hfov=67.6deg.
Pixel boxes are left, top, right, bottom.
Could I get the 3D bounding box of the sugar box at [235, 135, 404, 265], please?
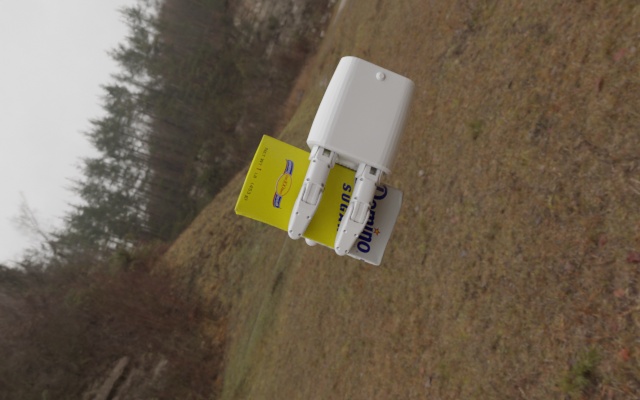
[{"bbox_3d":[0.000,0.002,0.549,0.176,0.093,0.048,20,-6,-6],"label":"sugar box"}]
